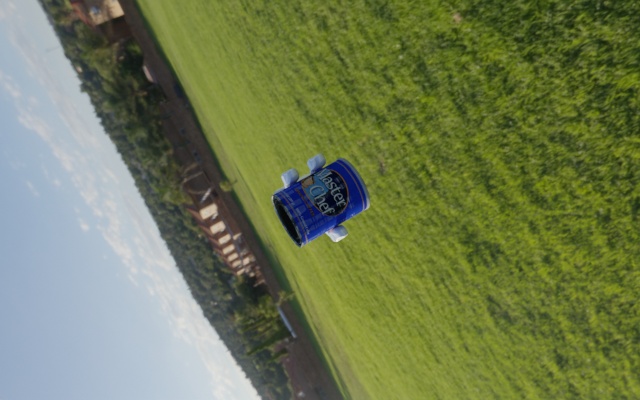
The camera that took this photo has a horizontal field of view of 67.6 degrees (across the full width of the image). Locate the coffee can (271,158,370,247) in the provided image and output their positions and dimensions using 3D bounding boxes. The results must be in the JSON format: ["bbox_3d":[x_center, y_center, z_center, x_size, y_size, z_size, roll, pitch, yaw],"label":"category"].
[{"bbox_3d":[0.000,0.003,0.828,0.140,0.103,0.103,-29,8,-15],"label":"coffee can"}]
